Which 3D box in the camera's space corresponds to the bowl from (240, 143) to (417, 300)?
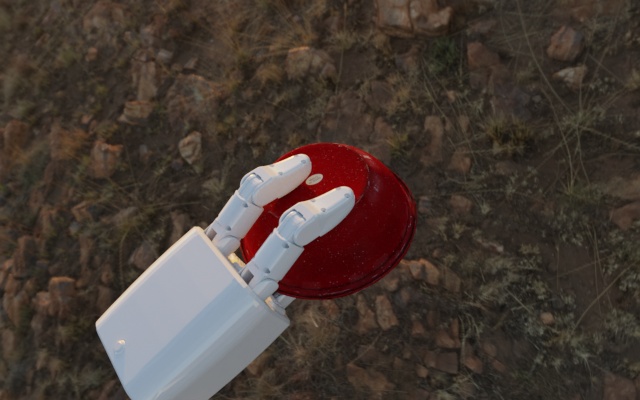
[{"bbox_3d":[0.001,0.000,0.412,0.162,0.162,0.055,0,-40,15],"label":"bowl"}]
